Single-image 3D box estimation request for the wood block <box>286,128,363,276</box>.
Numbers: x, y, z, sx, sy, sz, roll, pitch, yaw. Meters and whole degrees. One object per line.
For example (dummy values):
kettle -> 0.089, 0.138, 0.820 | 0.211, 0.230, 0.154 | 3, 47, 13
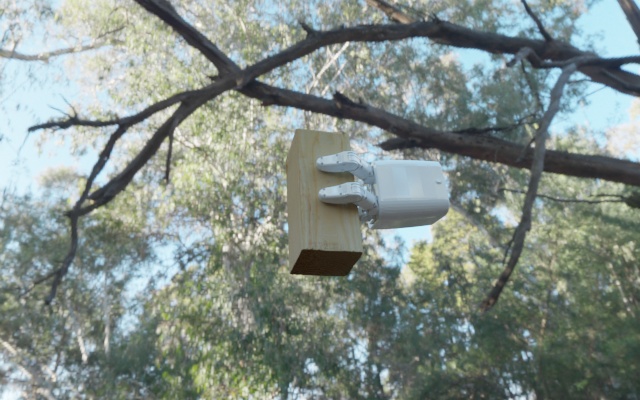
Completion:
wood block -> 0.000, 0.002, 0.729 | 0.090, 0.206, 0.091 | 4, -32, -13
